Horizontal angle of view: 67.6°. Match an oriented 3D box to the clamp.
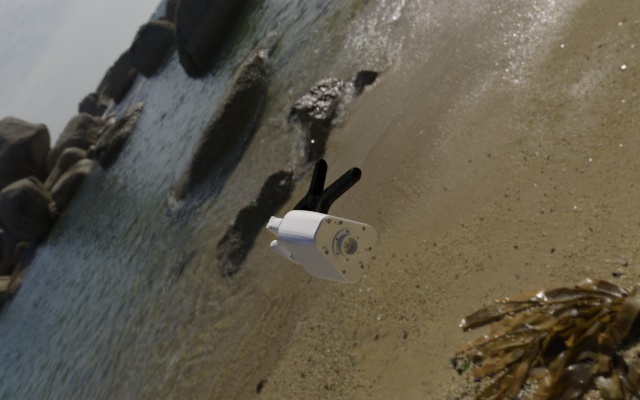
[{"bbox_3d":[0.000,0.002,0.815,0.039,0.171,0.120,33,-16,-29],"label":"clamp"}]
